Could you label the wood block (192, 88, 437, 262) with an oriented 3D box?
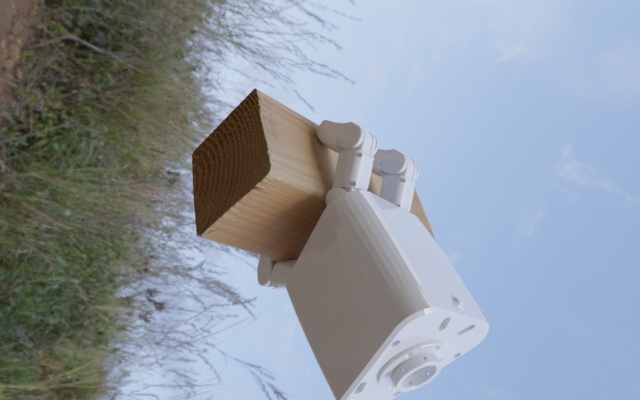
[{"bbox_3d":[0.000,0.002,0.426,0.091,0.090,0.206,-38,-42,29],"label":"wood block"}]
